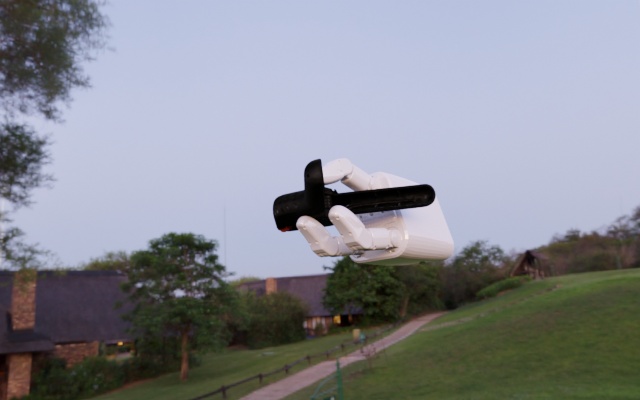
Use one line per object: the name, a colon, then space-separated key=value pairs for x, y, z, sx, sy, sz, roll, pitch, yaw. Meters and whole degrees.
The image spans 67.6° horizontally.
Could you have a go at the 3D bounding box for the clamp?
clamp: x=0.000 y=0.001 z=0.549 sx=0.164 sy=0.036 sz=0.210 roll=14 pitch=-22 yaw=-40
